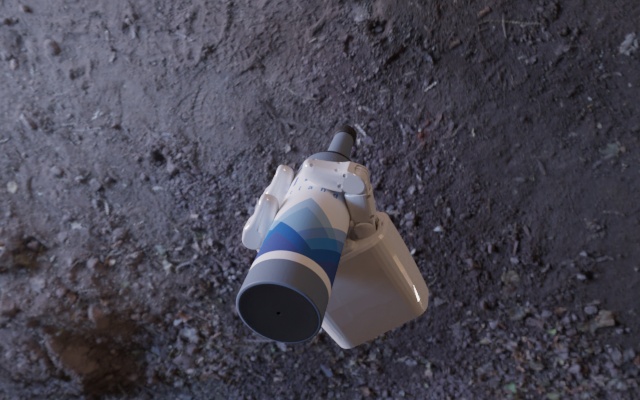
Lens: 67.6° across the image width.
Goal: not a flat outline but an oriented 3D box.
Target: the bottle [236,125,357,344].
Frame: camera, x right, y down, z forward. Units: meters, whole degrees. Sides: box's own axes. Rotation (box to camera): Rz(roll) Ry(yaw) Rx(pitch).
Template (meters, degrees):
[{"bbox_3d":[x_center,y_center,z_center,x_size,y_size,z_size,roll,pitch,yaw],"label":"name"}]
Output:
[{"bbox_3d":[0.000,0.002,0.469,0.069,0.069,0.295,0,34,15],"label":"bottle"}]
